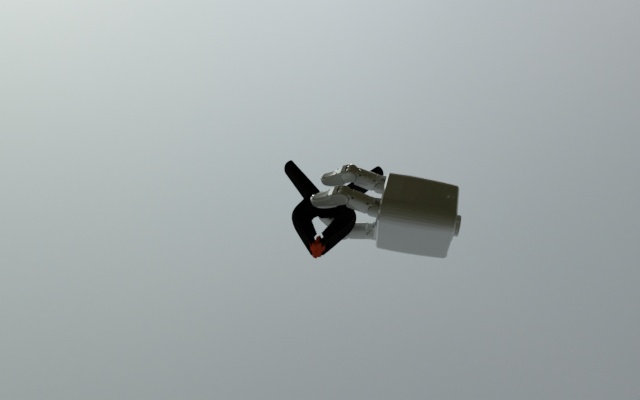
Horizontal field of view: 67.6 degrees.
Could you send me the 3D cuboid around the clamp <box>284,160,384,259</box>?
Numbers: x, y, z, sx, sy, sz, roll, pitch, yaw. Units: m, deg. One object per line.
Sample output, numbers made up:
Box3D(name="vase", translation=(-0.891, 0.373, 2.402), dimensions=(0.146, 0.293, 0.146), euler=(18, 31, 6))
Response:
Box3D(name="clamp", translation=(0.000, 0.003, 0.729), dimensions=(0.164, 0.036, 0.209), euler=(8, 40, 13))
